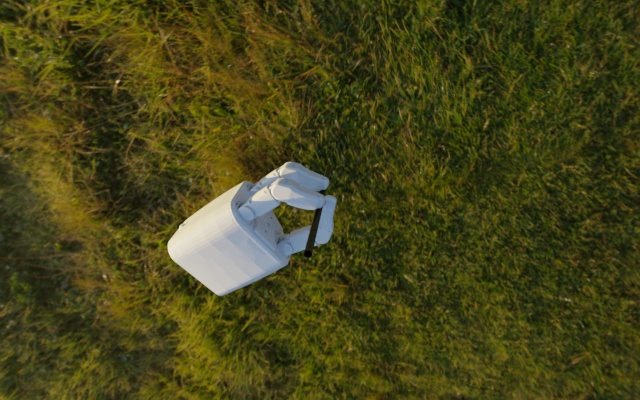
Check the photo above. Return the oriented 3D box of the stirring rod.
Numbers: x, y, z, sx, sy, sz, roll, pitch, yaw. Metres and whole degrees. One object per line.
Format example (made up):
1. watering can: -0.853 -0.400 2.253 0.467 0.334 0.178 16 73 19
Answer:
1. stirring rod: 0.000 0.002 0.558 0.011 0.011 0.239 0 24 6
